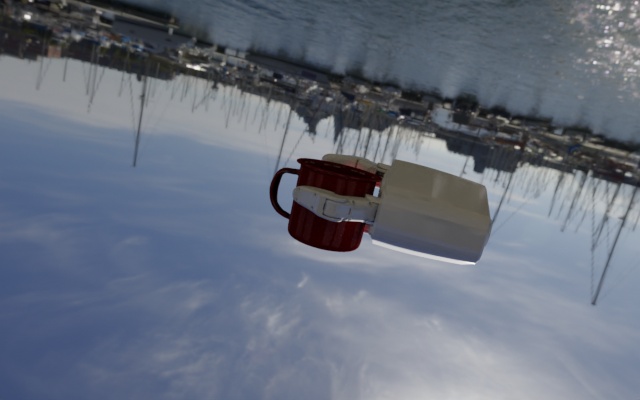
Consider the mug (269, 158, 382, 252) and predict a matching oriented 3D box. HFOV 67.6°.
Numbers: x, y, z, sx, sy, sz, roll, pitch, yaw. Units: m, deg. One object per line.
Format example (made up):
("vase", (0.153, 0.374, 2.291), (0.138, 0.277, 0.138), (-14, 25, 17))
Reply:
("mug", (-0.001, 0.002, 0.514), (0.117, 0.081, 0.093), (15, 11, 9))
